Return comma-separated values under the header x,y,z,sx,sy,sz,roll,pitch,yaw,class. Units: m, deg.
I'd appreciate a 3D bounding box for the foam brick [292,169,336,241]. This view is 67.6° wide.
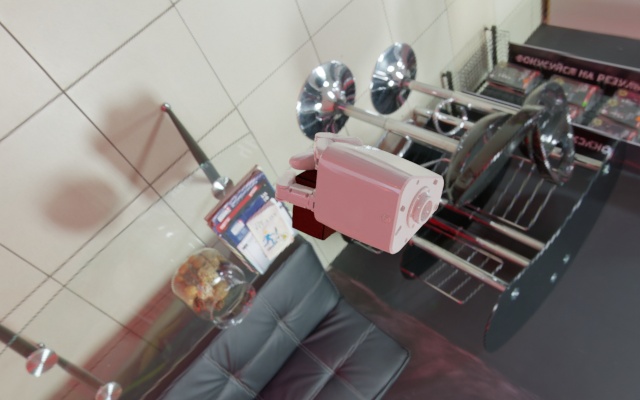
x,y,z,sx,sy,sz,roll,pitch,yaw,class
0.000,0.002,0.611,0.051,0.078,0.053,21,32,27,foam brick
